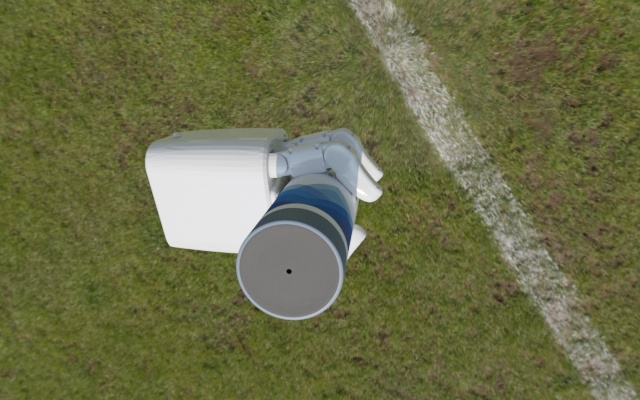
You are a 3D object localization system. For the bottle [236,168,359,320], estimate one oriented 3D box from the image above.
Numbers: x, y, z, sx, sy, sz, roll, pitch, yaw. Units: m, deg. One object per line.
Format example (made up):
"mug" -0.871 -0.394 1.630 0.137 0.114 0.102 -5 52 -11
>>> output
"bottle" 0.000 0.001 0.428 0.069 0.069 0.295 0 17 8
